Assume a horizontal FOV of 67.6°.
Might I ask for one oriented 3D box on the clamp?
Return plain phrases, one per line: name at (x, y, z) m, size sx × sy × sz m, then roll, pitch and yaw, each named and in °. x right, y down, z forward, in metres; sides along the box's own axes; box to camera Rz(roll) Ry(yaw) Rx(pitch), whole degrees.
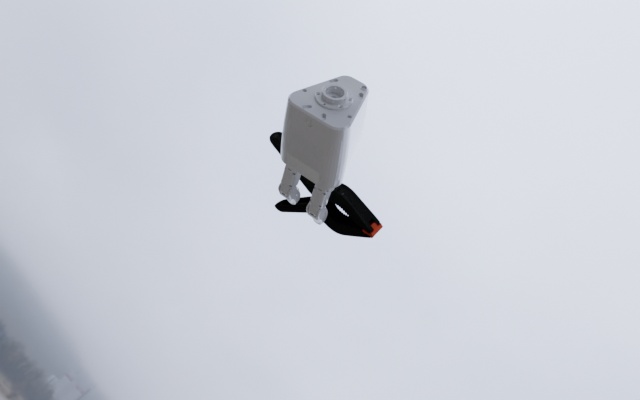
clamp at (0.001, 0.002, 0.744) m, size 0.210 × 0.165 × 0.036 m, roll 35°, pitch 55°, yaw 19°
